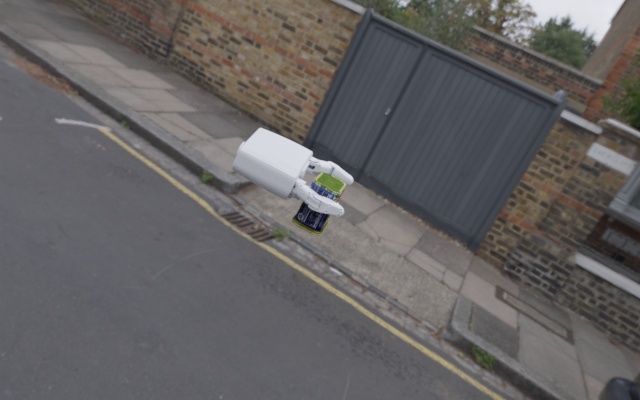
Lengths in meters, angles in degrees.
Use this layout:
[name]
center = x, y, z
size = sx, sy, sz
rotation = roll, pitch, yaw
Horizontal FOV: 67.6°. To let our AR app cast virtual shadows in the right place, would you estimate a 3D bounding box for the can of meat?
[can of meat]
center = 0.000, 0.002, 0.828
size = 0.057, 0.084, 0.102
rotation = 28, 16, 3
